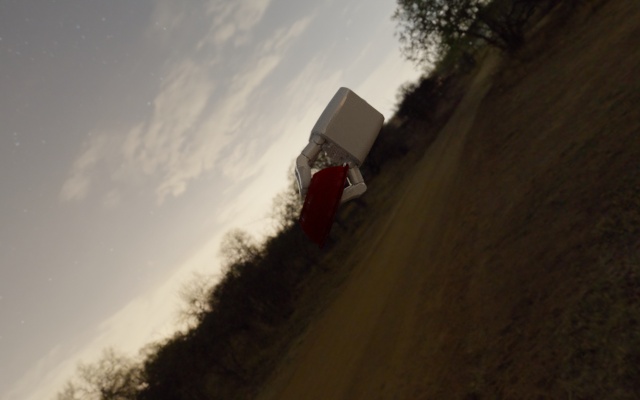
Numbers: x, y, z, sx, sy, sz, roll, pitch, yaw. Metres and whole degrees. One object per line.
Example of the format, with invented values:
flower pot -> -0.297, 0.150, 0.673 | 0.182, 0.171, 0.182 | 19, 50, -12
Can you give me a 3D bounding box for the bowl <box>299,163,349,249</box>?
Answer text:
bowl -> -0.001, 0.004, 0.851 | 0.055, 0.162, 0.162 | 18, -1, -3
